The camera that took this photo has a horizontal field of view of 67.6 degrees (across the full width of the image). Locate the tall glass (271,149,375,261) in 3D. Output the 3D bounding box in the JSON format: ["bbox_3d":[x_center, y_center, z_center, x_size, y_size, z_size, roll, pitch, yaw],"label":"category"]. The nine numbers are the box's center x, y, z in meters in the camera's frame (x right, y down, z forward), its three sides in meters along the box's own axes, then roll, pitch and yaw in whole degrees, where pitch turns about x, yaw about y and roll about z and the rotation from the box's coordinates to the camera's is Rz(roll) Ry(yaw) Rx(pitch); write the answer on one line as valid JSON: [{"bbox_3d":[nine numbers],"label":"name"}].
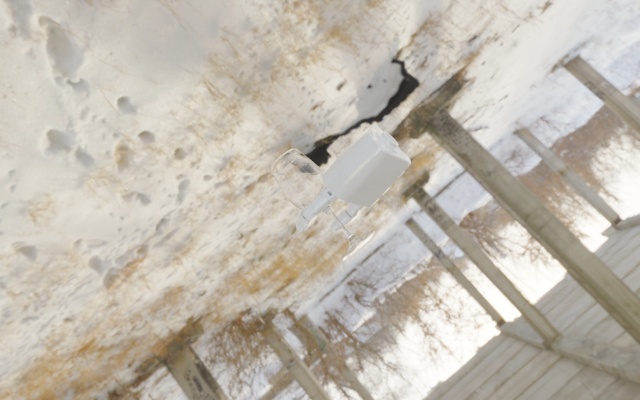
[{"bbox_3d":[0.000,0.003,0.816,0.079,0.201,0.079,-39,-13,-11],"label":"tall glass"}]
